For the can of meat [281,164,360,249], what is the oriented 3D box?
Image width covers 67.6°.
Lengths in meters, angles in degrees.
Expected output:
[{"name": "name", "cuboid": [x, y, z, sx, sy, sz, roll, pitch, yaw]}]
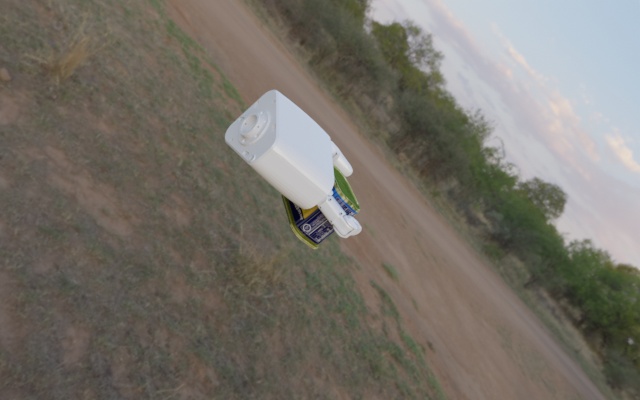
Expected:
[{"name": "can of meat", "cuboid": [0.000, 0.002, 0.661, 0.057, 0.084, 0.102, 40, 17, -36]}]
